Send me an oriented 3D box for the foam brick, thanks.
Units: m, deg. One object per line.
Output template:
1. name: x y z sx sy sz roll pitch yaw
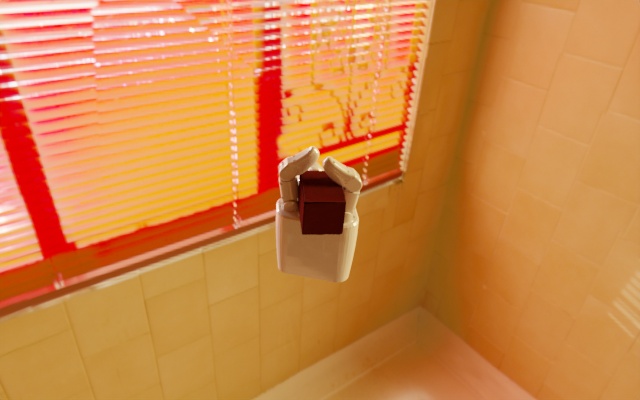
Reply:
1. foam brick: 0.000 0.002 0.613 0.053 0.051 0.078 1 33 -7
